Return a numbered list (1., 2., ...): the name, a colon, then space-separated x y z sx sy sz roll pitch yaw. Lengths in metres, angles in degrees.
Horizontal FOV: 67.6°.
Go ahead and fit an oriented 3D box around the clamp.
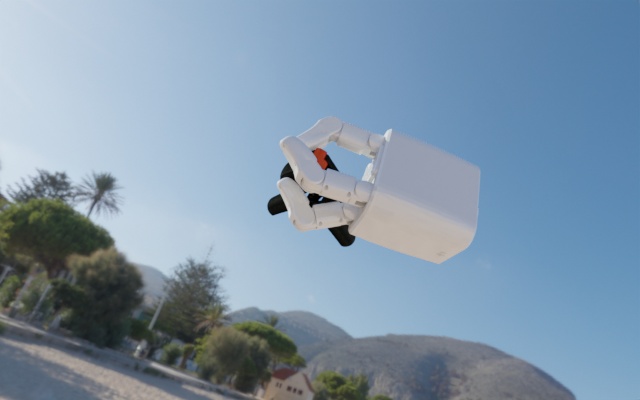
1. clamp: 0.000 0.001 0.551 0.120 0.039 0.171 22 -23 -2
